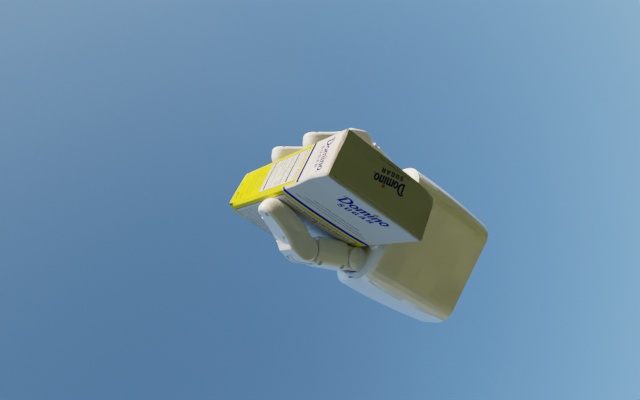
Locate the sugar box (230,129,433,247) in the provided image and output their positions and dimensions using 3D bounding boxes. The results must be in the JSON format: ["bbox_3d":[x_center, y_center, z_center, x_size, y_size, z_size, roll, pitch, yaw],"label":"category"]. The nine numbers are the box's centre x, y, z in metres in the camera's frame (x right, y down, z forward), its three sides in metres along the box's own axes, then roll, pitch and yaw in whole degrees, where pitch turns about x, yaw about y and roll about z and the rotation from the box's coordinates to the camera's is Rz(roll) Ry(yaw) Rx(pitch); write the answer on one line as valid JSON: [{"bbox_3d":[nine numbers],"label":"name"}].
[{"bbox_3d":[0.000,0.001,0.404,0.093,0.048,0.176,35,-26,-24],"label":"sugar box"}]
